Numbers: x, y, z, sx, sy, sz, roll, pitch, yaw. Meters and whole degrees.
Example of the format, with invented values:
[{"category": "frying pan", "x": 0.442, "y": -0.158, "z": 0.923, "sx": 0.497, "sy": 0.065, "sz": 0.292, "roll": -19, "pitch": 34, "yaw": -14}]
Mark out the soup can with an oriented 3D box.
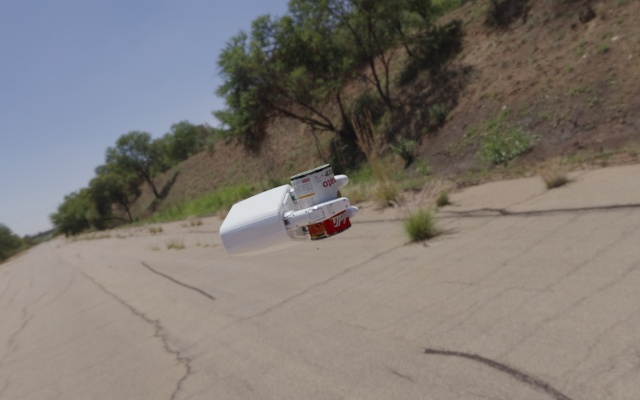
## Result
[{"category": "soup can", "x": 0.000, "y": 0.002, "z": 0.740, "sx": 0.068, "sy": 0.102, "sz": 0.068, "roll": -19, "pitch": 6, "yaw": 2}]
